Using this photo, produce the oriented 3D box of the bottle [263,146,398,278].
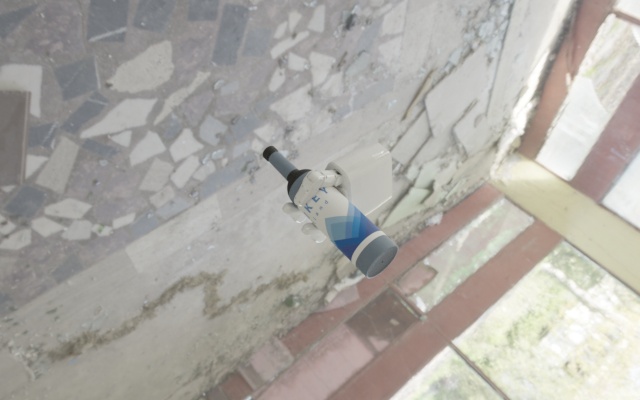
[{"bbox_3d":[0.000,0.003,0.783,0.295,0.069,0.069,44,25,28],"label":"bottle"}]
